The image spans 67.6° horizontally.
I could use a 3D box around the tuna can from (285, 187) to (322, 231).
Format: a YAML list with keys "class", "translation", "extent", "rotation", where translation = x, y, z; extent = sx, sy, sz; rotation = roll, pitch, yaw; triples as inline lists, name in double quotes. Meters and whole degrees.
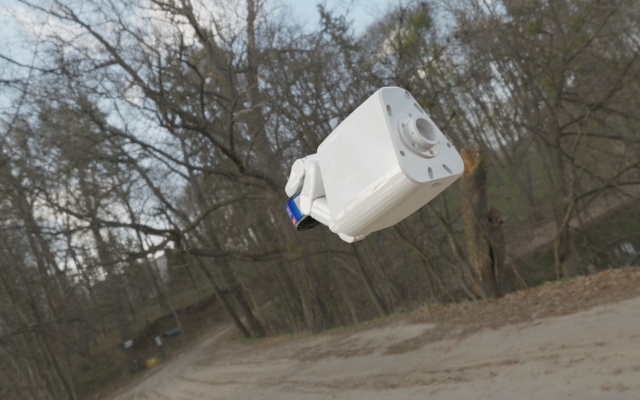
- class: "tuna can"
  translation: [0.000, 0.001, 0.594]
  extent: [0.086, 0.033, 0.086]
  rotation: [-28, -15, -8]
